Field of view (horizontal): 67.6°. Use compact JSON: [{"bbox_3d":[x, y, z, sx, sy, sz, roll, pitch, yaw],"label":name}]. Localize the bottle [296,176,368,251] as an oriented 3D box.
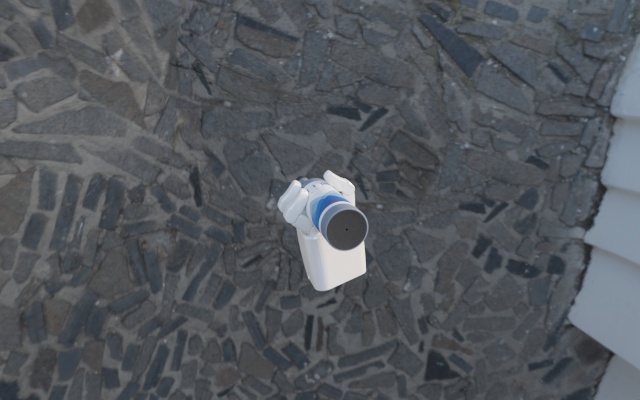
[{"bbox_3d":[0.000,0.003,0.825,0.069,0.069,0.295,0,16,-16],"label":"bottle"}]
